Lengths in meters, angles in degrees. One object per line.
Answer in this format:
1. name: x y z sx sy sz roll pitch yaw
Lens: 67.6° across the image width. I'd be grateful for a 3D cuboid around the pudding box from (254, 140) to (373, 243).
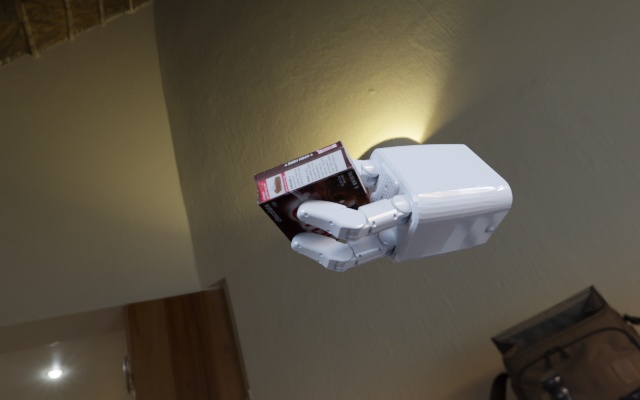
1. pudding box: 0.000 0.001 0.459 0.090 0.039 0.114 -22 -36 8
